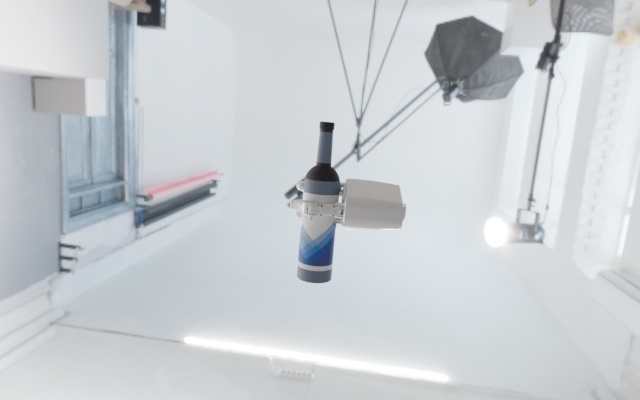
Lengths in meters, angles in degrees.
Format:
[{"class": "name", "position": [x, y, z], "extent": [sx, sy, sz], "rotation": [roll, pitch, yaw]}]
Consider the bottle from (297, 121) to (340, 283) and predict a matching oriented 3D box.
[{"class": "bottle", "position": [0.000, 0.003, 0.886], "extent": [0.069, 0.296, 0.069], "rotation": [5, 10, -1]}]
